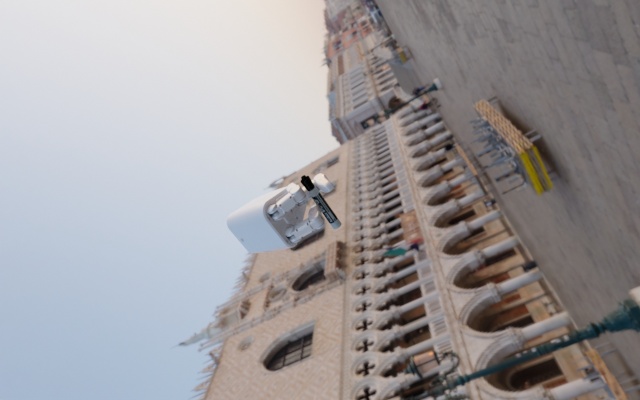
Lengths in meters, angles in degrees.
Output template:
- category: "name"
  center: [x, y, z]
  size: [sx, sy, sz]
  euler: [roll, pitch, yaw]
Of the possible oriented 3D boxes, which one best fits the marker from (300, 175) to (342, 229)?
- category: "marker"
  center: [0.000, 0.003, 0.870]
  size: [0.020, 0.121, 0.020]
  euler: [-28, 25, 14]
